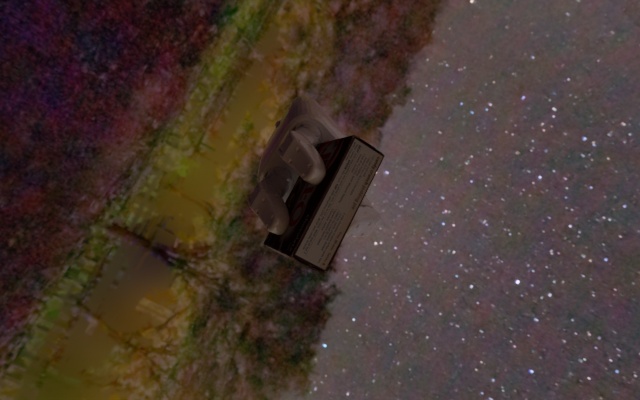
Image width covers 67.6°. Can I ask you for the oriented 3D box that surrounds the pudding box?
[{"bbox_3d":[0.000,0.001,0.419,0.039,0.113,0.090,28,-8,-18],"label":"pudding box"}]
